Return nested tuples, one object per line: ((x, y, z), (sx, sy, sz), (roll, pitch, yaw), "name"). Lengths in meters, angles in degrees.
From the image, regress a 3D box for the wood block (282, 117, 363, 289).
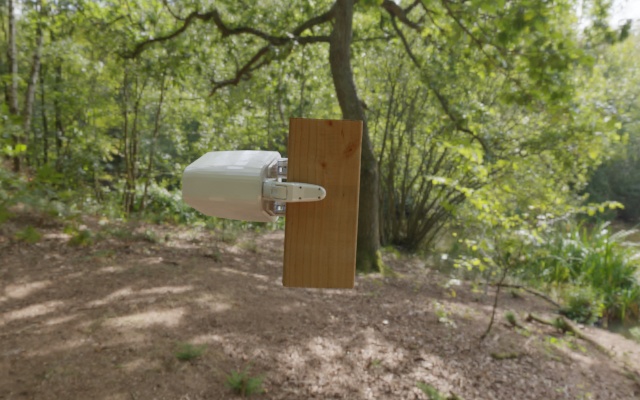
((0.000, 0.002, 0.619), (0.090, 0.206, 0.091), (2, 4, -3), "wood block")
